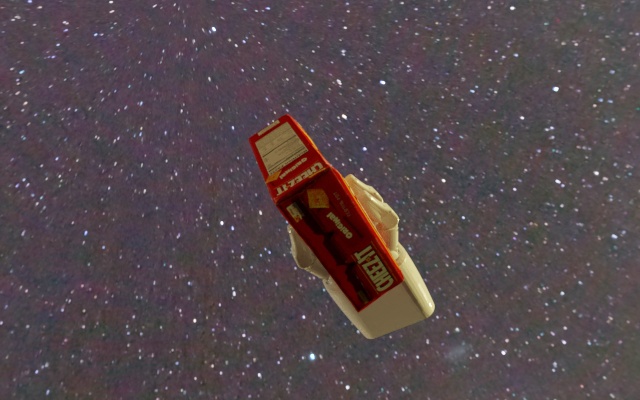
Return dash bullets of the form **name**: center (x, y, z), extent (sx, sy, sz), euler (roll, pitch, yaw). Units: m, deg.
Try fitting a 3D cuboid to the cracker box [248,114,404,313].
- **cracker box**: center (0.000, 0.002, 0.561), extent (0.072, 0.164, 0.213), euler (-35, 28, 1)
